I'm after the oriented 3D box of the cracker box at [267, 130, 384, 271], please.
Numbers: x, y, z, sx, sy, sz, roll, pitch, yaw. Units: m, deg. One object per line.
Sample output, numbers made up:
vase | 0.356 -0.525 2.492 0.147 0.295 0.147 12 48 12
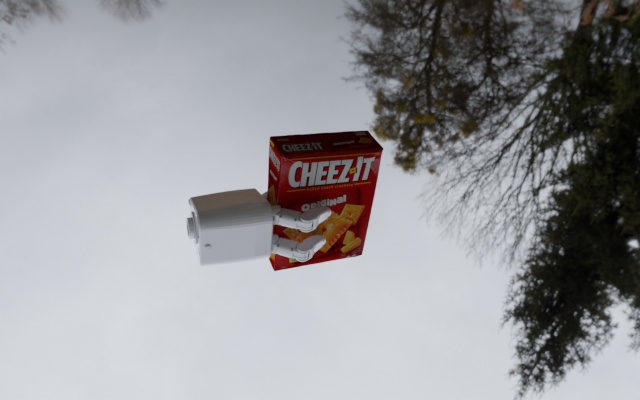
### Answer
cracker box | 0.000 0.003 0.763 0.164 0.214 0.072 -7 36 -21
